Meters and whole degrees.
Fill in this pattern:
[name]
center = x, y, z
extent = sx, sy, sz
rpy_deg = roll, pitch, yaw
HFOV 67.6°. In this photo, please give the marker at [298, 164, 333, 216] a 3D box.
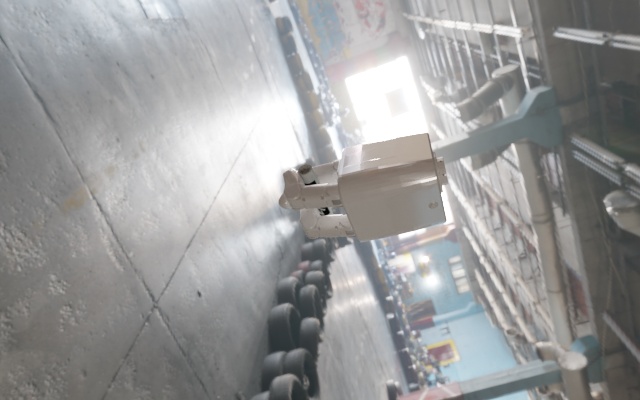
[marker]
center = 0.000, 0.002, 0.612
extent = 0.020, 0.020, 0.121
rpy_deg = 0, -40, 24
